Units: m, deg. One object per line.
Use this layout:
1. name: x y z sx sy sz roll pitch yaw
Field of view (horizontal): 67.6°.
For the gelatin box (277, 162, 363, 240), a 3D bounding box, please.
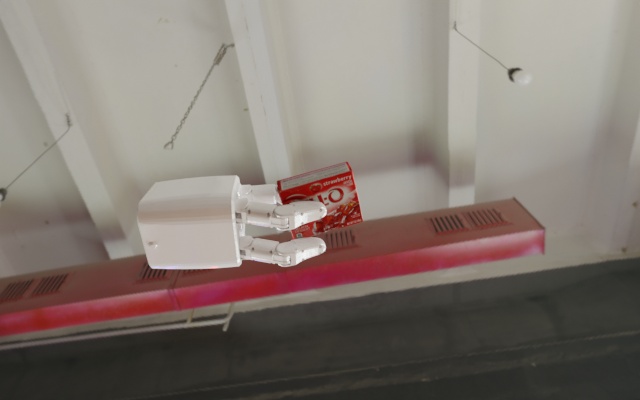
1. gelatin box: 0.000 0.002 0.565 0.089 0.073 0.030 -16 32 -1
